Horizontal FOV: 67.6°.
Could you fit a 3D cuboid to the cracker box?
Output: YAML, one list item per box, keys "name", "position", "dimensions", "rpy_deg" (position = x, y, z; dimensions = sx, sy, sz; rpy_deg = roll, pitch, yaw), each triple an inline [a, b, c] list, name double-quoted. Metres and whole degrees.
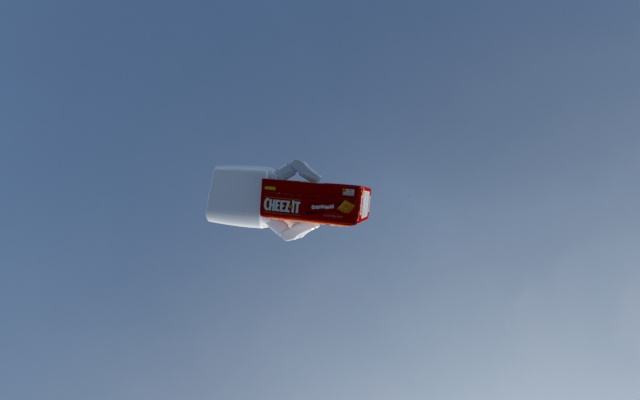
- name: "cracker box"
  position: [0.000, 0.003, 0.861]
  dimensions: [0.164, 0.072, 0.213]
  rpy_deg: [4, 1, 10]
